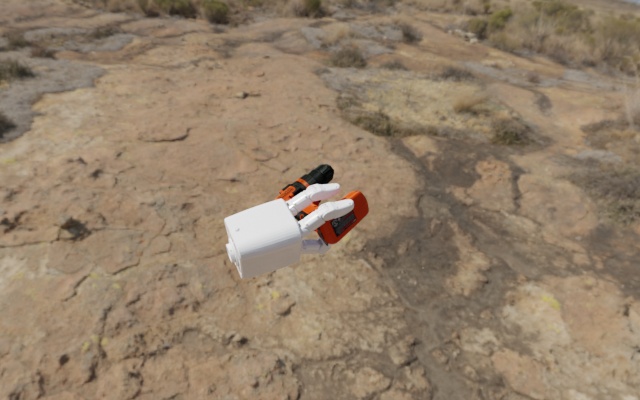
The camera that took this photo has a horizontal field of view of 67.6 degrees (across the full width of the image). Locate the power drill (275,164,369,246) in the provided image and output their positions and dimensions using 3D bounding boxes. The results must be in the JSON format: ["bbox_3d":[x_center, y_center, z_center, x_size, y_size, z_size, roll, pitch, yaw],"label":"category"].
[{"bbox_3d":[0.000,0.003,0.893,0.184,0.057,0.187,-42,33,-22],"label":"power drill"}]
